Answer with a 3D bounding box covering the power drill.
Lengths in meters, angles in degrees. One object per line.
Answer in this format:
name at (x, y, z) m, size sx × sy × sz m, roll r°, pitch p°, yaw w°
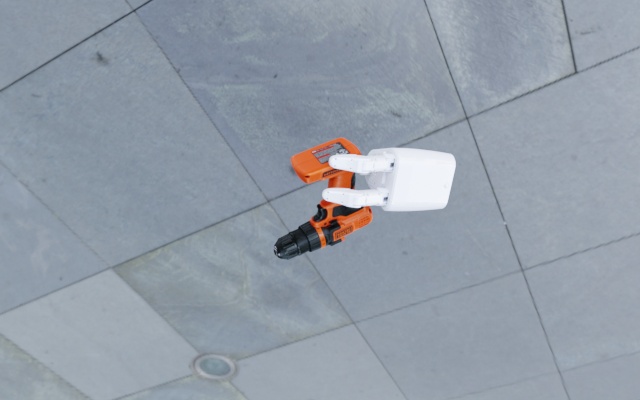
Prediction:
power drill at (0.000, 0.002, 0.769) m, size 0.184 × 0.188 × 0.057 m, roll -25°, pitch 49°, yaw -19°
